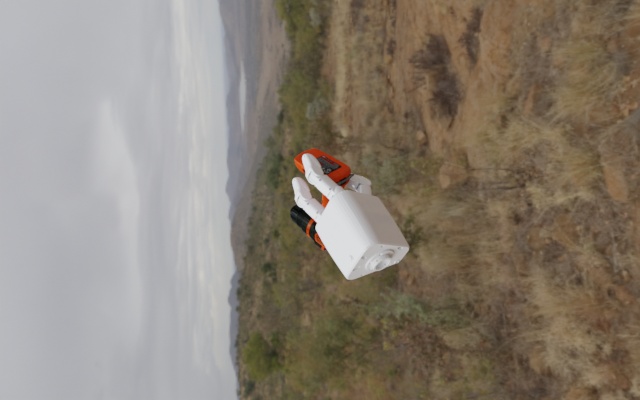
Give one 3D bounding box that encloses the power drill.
[{"bbox_3d":[0.000,0.003,0.870,0.057,0.188,0.184,-32,44,-29],"label":"power drill"}]
